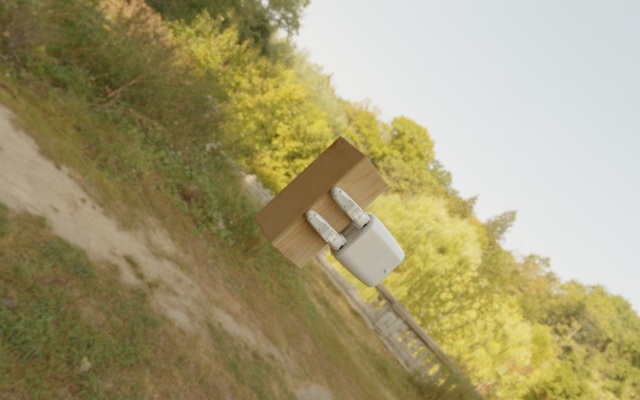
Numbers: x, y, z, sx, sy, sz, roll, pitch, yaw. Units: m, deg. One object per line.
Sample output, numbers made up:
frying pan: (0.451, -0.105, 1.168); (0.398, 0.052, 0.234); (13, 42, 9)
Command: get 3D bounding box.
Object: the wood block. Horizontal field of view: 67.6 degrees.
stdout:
wood block: (0.000, 0.003, 0.816); (0.090, 0.206, 0.090); (47, 0, -40)
